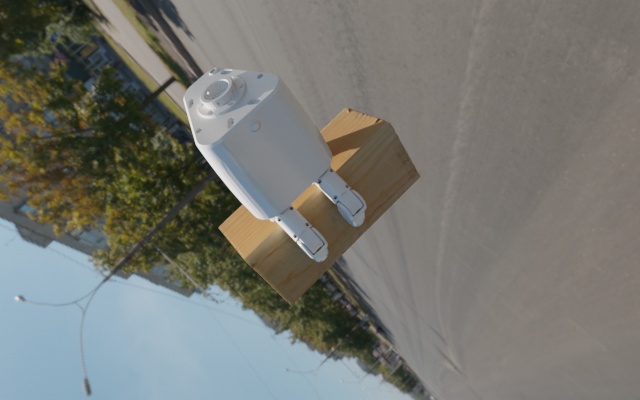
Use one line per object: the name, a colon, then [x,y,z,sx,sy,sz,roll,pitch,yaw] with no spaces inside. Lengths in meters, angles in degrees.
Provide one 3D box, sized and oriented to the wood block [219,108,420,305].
wood block: [0.000,0.002,0.544,0.090,0.206,0.090,52,-10,-35]
